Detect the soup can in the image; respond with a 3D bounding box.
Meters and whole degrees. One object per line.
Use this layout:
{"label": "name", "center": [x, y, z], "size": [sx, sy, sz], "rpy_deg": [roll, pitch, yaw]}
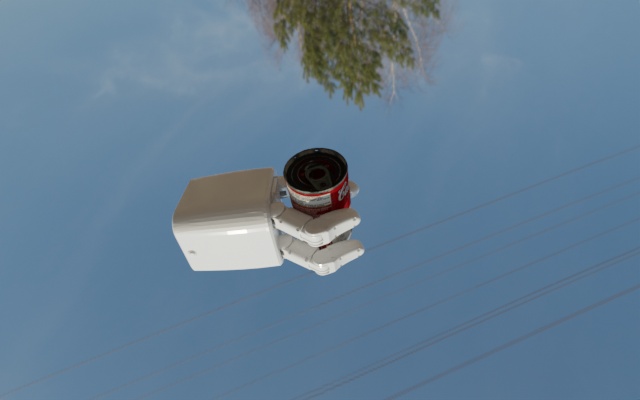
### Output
{"label": "soup can", "center": [0.001, 0.002, 0.532], "size": [0.068, 0.068, 0.102], "rpy_deg": [0, -43, 9]}
